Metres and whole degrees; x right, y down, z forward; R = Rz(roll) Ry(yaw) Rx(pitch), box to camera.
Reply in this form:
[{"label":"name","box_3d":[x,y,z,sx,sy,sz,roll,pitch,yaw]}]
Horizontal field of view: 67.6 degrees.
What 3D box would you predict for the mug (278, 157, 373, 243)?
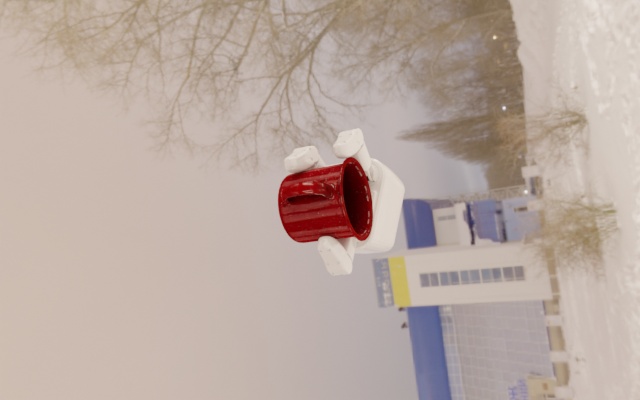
[{"label":"mug","box_3d":[-0.001,0.002,0.526,0.081,0.093,0.117,-9,-14,25]}]
